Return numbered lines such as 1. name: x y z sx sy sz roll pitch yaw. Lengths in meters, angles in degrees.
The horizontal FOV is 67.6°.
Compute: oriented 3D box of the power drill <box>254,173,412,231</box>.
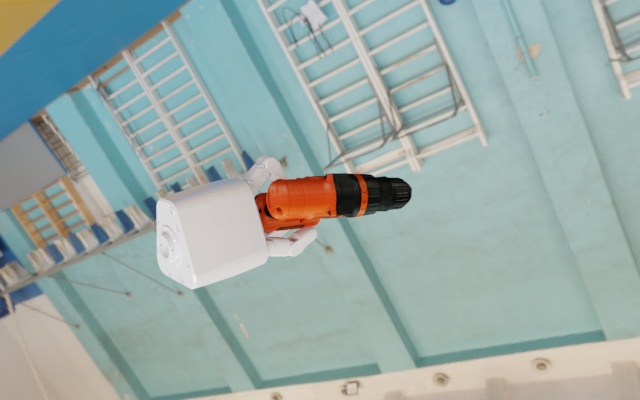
1. power drill: 0.000 0.002 0.623 0.184 0.057 0.188 -1 -8 -24
